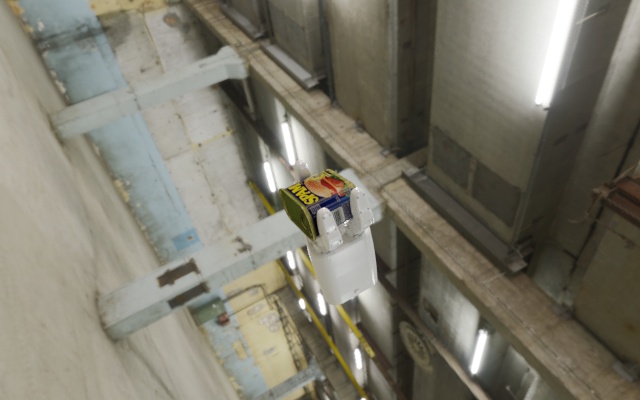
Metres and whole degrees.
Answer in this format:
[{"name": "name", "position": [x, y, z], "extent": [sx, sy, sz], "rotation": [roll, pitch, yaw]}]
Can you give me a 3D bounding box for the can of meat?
[{"name": "can of meat", "position": [0.000, 0.002, 0.687], "extent": [0.084, 0.057, 0.102], "rotation": [-26, 31, -17]}]
